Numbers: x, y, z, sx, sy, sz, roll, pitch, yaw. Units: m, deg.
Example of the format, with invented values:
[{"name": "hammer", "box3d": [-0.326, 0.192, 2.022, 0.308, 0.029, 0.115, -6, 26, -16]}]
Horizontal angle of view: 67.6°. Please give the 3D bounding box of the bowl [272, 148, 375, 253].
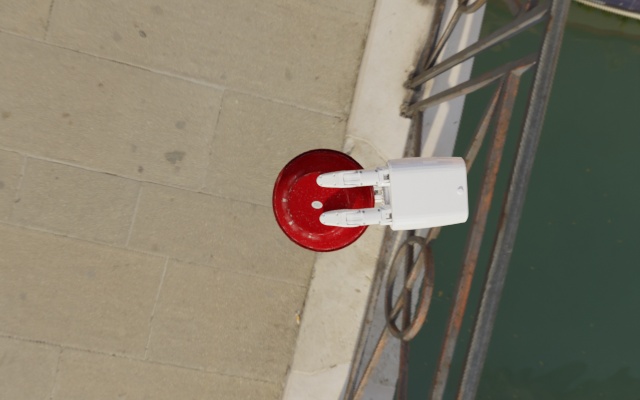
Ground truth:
[{"name": "bowl", "box3d": [-0.001, 0.003, 0.714, 0.162, 0.162, 0.055, 0, 4, 8]}]
